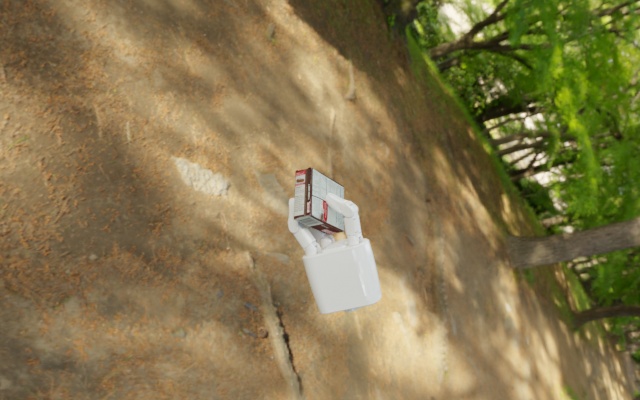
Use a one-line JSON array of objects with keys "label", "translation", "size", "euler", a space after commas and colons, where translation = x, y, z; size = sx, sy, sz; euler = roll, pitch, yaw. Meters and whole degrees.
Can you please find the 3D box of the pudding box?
[{"label": "pudding box", "translation": [0.000, 0.003, 0.838], "size": [0.039, 0.090, 0.113], "euler": [-12, -23, 30]}]
